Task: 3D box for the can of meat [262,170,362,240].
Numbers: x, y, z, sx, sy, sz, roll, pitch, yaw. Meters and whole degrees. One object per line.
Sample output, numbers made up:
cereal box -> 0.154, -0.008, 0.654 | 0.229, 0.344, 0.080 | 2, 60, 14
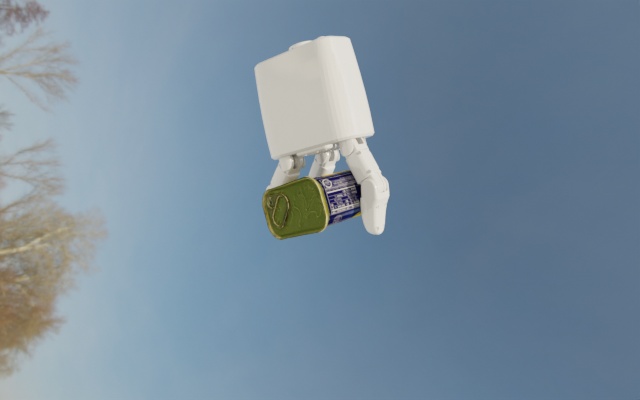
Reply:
can of meat -> 0.000, 0.002, 0.523 | 0.084, 0.057, 0.102 | -15, 0, -41
